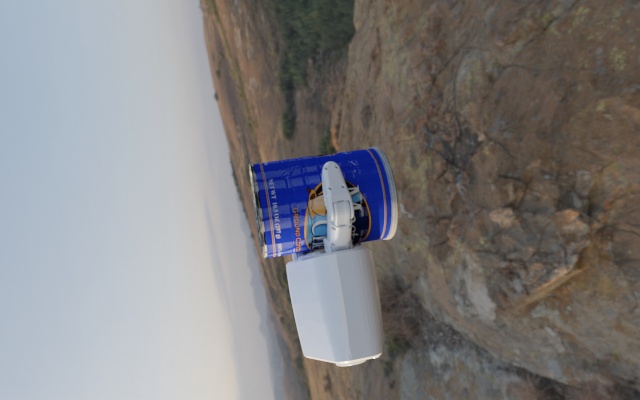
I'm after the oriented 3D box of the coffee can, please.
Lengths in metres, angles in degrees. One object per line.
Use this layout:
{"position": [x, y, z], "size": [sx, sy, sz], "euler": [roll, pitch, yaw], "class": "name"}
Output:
{"position": [0.000, 0.001, 0.516], "size": [0.140, 0.103, 0.103], "euler": [-8, 1, -10], "class": "coffee can"}
